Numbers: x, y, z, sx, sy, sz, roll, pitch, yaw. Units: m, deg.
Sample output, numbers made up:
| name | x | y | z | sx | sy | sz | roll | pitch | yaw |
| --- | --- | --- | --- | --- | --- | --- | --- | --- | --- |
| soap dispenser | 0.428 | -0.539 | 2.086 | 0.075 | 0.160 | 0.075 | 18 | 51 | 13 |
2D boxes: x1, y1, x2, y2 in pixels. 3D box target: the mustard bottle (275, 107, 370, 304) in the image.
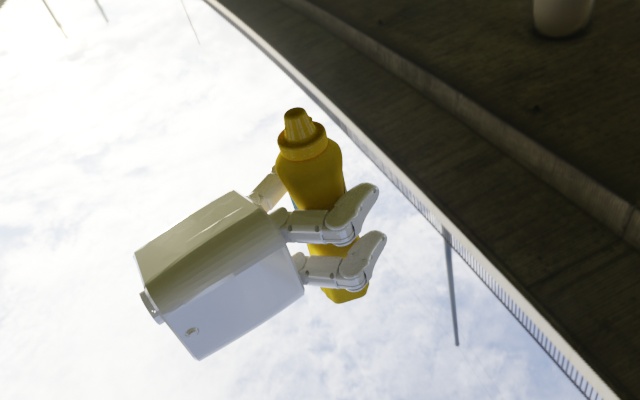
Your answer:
| name | x | y | z | sx | sy | sz | roll | pitch | yaw |
| --- | --- | --- | --- | --- | --- | --- | --- | --- | --- |
| mustard bottle | 0.000 | 0.001 | 0.433 | 0.058 | 0.192 | 0.096 | -16 | 40 | 2 |
